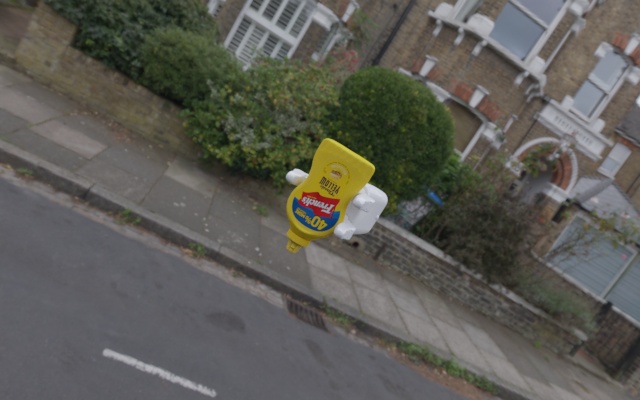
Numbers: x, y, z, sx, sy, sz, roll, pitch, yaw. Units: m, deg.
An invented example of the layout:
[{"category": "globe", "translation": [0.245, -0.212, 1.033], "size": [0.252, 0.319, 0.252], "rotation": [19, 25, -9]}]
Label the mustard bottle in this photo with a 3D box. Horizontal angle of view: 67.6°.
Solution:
[{"category": "mustard bottle", "translation": [0.000, 0.002, 0.775], "size": [0.096, 0.191, 0.058], "rotation": [32, 9, 3]}]
